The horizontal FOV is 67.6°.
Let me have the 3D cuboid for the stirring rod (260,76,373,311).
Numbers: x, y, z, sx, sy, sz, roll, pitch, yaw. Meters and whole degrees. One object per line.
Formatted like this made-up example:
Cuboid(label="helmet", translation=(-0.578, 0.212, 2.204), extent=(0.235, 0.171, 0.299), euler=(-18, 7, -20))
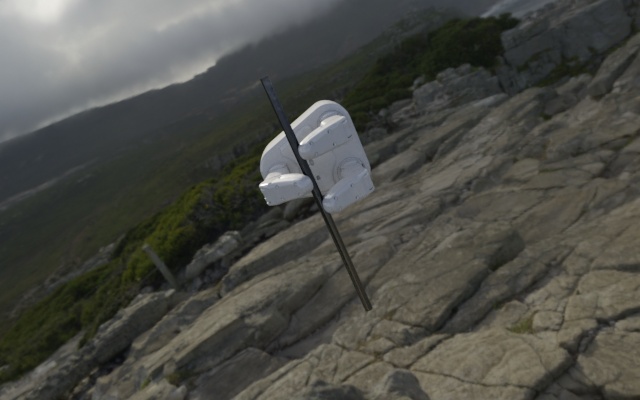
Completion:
Cuboid(label="stirring rod", translation=(0.000, 0.002, 0.437), extent=(0.011, 0.239, 0.011), euler=(-22, 16, 7))
